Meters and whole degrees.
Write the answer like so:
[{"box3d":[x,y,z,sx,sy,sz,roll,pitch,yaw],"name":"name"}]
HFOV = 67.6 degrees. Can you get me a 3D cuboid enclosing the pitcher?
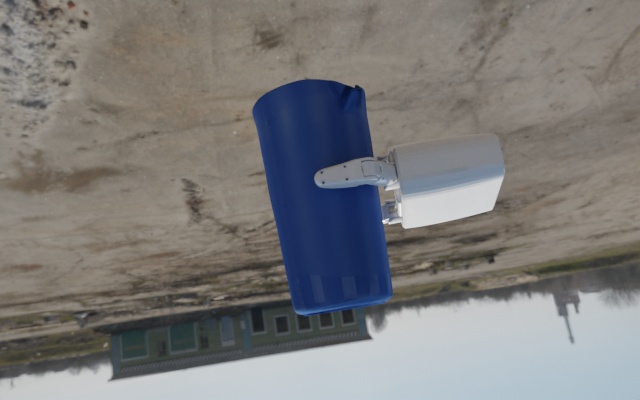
[{"box3d":[0.000,0.002,0.540,0.145,0.242,0.149,-11,-13,7],"name":"pitcher"}]
